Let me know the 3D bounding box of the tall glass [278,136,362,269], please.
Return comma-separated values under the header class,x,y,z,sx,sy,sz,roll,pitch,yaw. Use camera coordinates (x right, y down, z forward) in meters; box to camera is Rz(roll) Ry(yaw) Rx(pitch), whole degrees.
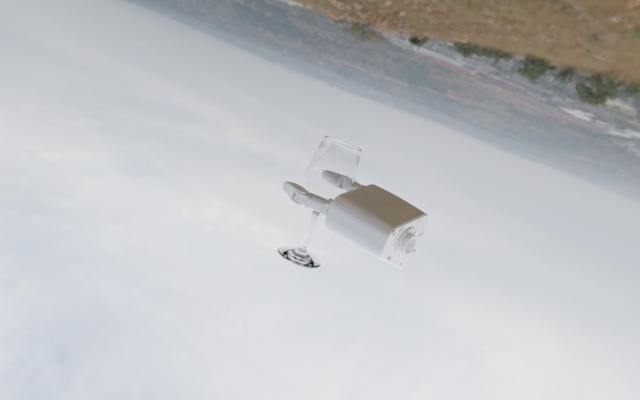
class,x,y,z,sx,sy,sz,roll,pitch,yaw
tall glass,0.000,0.003,0.757,0.079,0.201,0.079,20,13,-5
